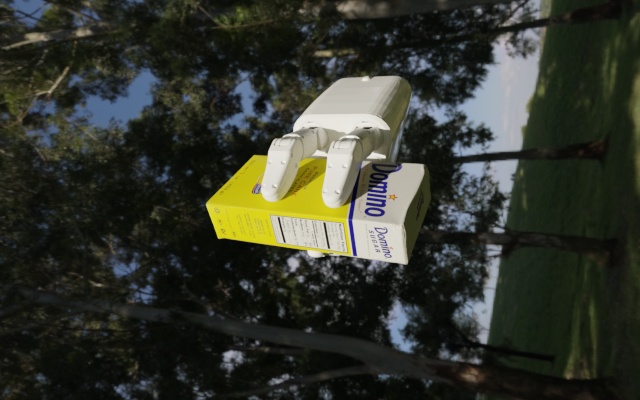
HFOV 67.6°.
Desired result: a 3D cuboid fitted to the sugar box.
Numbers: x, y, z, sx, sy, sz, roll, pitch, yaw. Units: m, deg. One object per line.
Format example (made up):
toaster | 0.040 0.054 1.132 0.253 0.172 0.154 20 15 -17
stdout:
sugar box | 0.000 0.001 0.420 0.176 0.048 0.093 3 35 24
